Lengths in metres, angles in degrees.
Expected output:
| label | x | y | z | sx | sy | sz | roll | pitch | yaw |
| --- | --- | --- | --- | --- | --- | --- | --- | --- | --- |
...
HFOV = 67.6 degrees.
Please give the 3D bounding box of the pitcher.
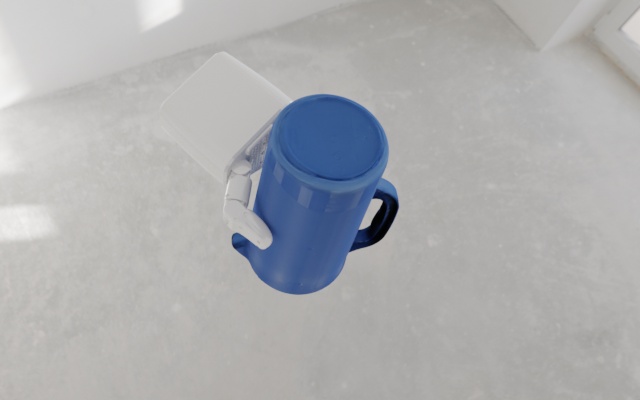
| label | x | y | z | sx | sy | sz | roll | pitch | yaw |
| --- | --- | --- | --- | --- | --- | --- | --- | --- | --- |
| pitcher | 0.000 | 0.002 | 0.521 | 0.149 | 0.145 | 0.243 | -44 | -13 | -28 |
